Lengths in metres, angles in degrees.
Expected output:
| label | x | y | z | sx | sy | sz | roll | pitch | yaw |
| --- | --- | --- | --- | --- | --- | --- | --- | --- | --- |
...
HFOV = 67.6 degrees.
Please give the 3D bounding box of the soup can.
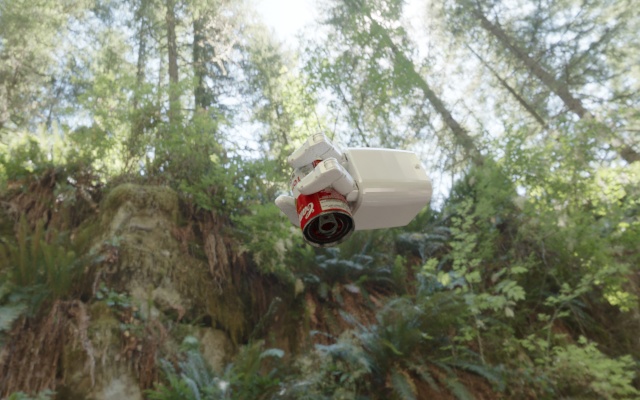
| label | x | y | z | sx | sy | sz | roll | pitch | yaw |
| --- | --- | --- | --- | --- | --- | --- | --- | --- | --- |
| soup can | 0.000 | 0.002 | 0.630 | 0.068 | 0.102 | 0.069 | -9 | -43 | -8 |
